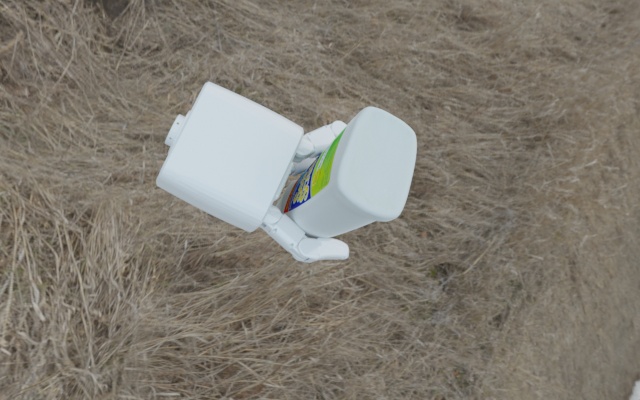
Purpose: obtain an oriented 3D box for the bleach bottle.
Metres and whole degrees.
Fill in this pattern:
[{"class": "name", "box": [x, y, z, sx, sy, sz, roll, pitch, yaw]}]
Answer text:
[{"class": "bleach bottle", "box": [0.000, 0.002, 0.504, 0.068, 0.102, 0.251, 27, -27, -15]}]
